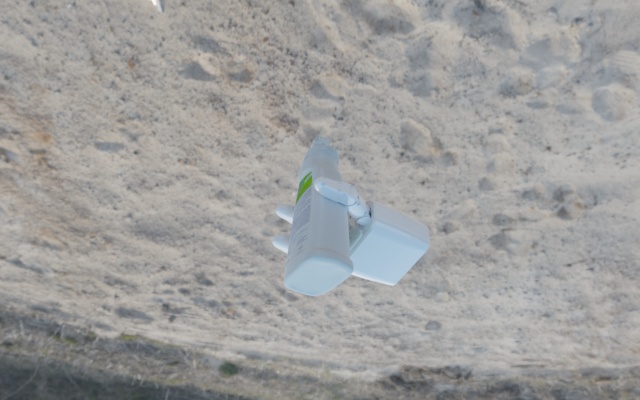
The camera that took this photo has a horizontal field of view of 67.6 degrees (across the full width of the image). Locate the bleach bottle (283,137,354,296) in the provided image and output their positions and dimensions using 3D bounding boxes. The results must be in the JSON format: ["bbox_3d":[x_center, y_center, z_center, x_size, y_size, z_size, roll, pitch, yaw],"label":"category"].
[{"bbox_3d":[0.000,0.002,0.681,0.068,0.250,0.103,22,-42,-22],"label":"bleach bottle"}]
